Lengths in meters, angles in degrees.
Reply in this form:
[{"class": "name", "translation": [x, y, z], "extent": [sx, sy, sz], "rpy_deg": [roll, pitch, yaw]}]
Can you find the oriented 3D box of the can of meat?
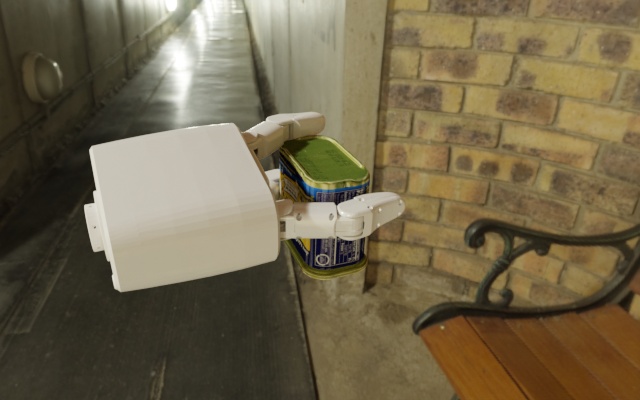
[{"class": "can of meat", "translation": [0.000, 0.001, 0.400], "extent": [0.057, 0.084, 0.102], "rpy_deg": [-10, 30, -20]}]
